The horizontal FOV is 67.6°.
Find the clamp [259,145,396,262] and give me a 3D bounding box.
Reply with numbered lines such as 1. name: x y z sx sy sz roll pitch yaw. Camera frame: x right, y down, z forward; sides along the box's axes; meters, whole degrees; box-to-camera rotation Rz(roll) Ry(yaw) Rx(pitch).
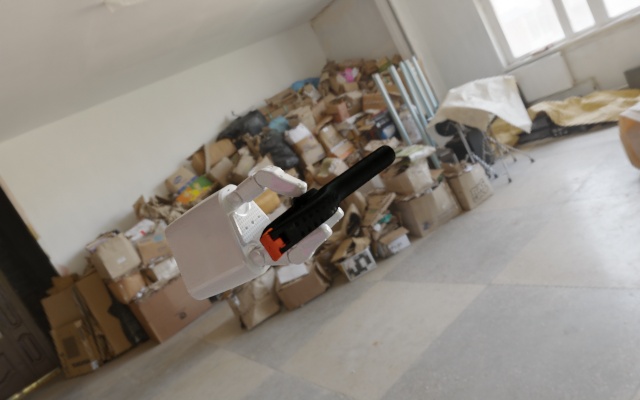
1. clamp: -0.001 0.001 0.540 0.164 0.036 0.210 -31 7 26
